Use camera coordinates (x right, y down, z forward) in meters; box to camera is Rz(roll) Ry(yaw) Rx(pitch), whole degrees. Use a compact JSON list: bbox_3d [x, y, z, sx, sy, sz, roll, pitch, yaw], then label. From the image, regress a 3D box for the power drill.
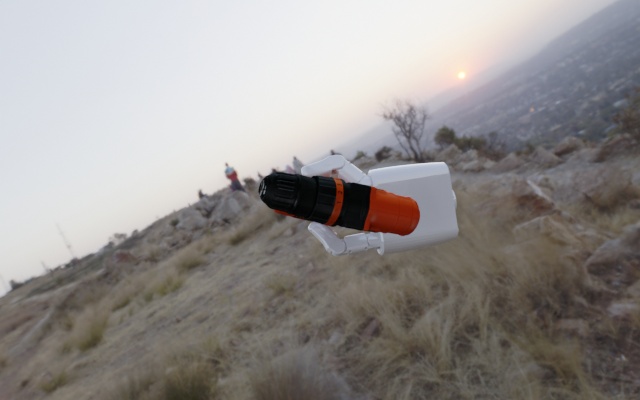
[{"bbox_3d":[0.000,0.002,0.580,0.184,0.057,0.187,13,-1,-20],"label":"power drill"}]
